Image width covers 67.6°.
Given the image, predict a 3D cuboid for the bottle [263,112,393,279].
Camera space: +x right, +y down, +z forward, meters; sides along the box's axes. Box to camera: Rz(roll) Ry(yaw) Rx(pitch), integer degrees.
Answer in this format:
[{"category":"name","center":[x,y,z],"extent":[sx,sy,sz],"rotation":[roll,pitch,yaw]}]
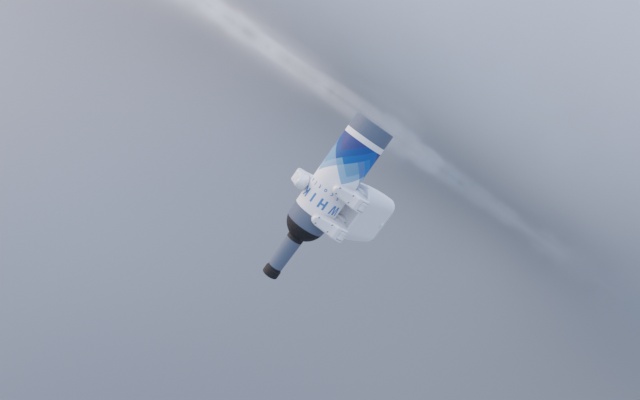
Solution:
[{"category":"bottle","center":[0.000,0.002,0.750],"extent":[0.069,0.296,0.069],"rotation":[34,11,-8]}]
